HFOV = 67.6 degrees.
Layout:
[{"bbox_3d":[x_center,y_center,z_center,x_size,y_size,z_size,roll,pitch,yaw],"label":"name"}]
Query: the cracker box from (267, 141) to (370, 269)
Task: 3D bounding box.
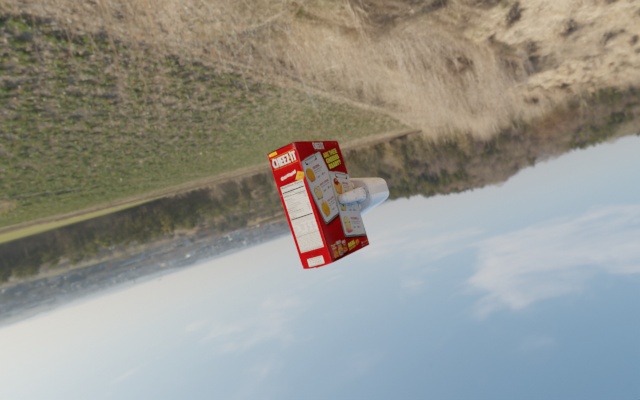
[{"bbox_3d":[0.000,0.003,0.871,0.072,0.213,0.164,-19,-3,29],"label":"cracker box"}]
